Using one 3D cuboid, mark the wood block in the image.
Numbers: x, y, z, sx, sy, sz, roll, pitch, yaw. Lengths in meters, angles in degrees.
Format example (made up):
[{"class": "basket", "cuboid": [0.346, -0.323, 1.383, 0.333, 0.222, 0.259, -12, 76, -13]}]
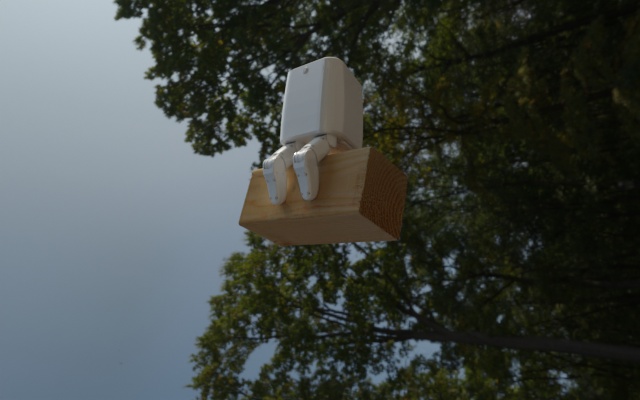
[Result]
[{"class": "wood block", "cuboid": [0.000, 0.002, 0.637, 0.206, 0.090, 0.091, -7, -28, 40]}]
